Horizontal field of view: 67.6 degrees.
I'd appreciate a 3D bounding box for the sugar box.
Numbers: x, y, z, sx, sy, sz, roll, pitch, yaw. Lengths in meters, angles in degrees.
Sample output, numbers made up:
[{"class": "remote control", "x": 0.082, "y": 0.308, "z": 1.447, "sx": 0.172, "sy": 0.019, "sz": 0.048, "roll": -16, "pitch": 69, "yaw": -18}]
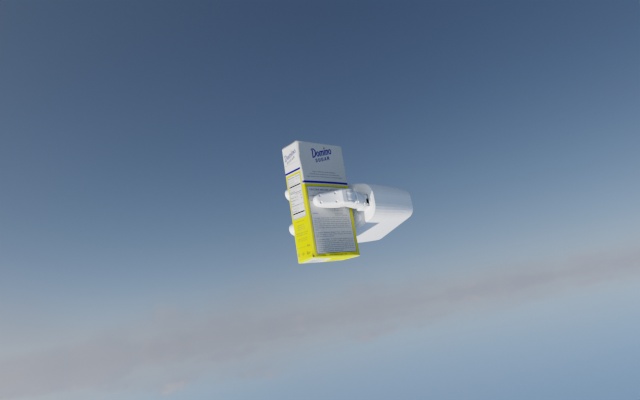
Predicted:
[{"class": "sugar box", "x": 0.000, "y": 0.003, "z": 0.721, "sx": 0.093, "sy": 0.176, "sz": 0.048, "roll": 2, "pitch": -19, "yaw": -41}]
